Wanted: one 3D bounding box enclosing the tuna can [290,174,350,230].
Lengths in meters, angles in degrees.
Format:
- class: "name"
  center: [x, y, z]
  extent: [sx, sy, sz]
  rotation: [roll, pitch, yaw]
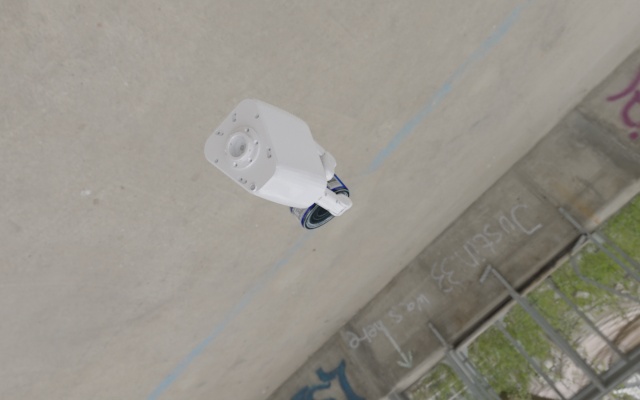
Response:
- class: "tuna can"
  center: [0.000, 0.003, 0.685]
  extent: [0.086, 0.033, 0.086]
  rotation: [-33, -23, -16]
